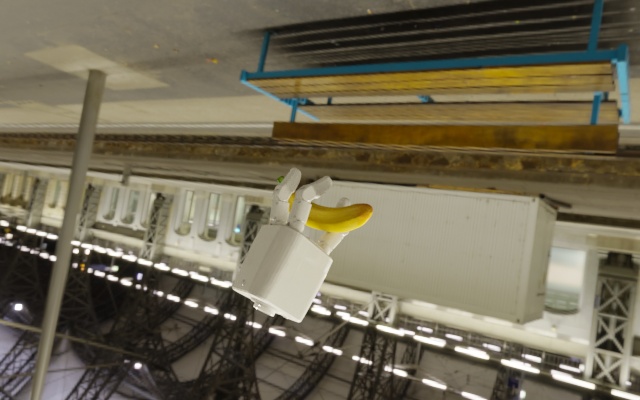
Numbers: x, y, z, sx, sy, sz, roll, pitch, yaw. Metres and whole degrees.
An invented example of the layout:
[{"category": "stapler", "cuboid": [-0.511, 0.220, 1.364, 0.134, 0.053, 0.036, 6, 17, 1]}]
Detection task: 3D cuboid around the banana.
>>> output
[{"category": "banana", "cuboid": [0.003, 0.016, 0.730, 0.197, 0.070, 0.037, 18, 48, 41]}]
